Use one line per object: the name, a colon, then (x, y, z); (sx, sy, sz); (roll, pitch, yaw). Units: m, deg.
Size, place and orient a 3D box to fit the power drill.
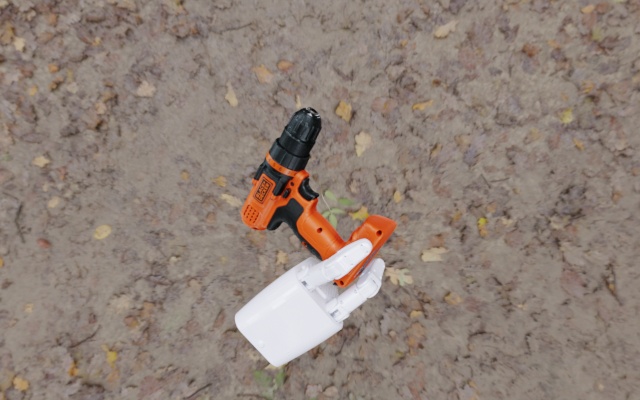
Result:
power drill: (0.000, 0.002, 0.602); (0.187, 0.184, 0.057); (40, 29, 16)
